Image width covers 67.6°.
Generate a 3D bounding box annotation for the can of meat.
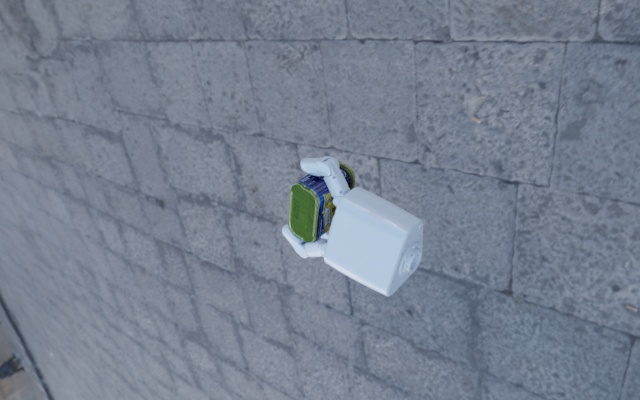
[{"bbox_3d":[0.000,0.002,0.698,0.057,0.102,0.084,29,43,28],"label":"can of meat"}]
